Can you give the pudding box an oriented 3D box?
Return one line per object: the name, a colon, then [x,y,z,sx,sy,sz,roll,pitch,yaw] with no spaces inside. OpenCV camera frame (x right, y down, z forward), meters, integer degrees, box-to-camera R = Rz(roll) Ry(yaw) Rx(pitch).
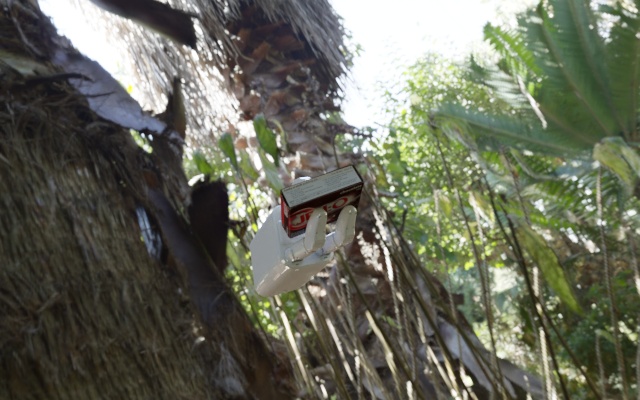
pudding box: [0.000,0.002,0.669,0.113,0.039,0.090,-22,-25,-15]
